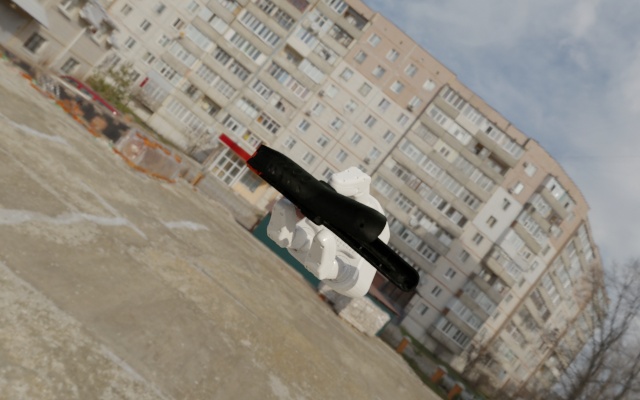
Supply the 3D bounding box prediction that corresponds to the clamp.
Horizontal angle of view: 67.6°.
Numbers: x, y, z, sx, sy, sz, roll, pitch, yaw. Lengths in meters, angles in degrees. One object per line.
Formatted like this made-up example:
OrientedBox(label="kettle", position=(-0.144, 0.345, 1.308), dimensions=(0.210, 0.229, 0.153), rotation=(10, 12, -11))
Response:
OrientedBox(label="clamp", position=(0.000, 0.001, 0.447), dimensions=(0.210, 0.036, 0.165), rotation=(37, -8, 24))
